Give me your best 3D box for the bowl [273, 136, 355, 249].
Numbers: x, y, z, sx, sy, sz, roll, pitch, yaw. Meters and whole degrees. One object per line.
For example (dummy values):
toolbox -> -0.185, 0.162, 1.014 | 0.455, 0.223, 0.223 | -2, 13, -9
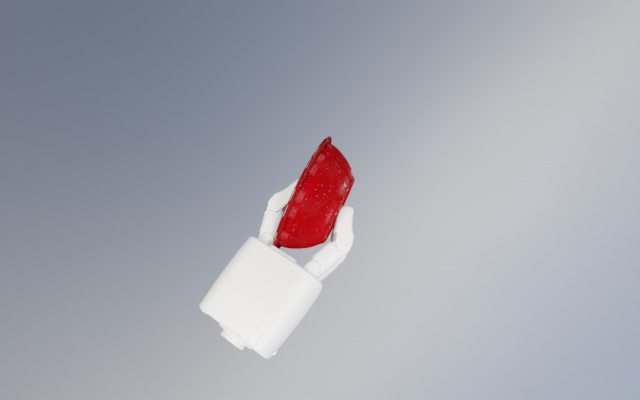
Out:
bowl -> 0.001, 0.001, 0.612 | 0.055, 0.162, 0.162 | 25, 2, 5
